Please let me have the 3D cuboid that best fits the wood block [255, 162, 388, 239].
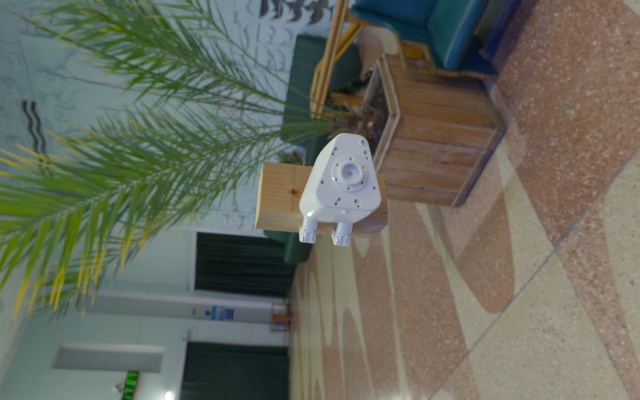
[{"bbox_3d":[0.000,0.002,0.800,0.206,0.090,0.090,6,-22,-10],"label":"wood block"}]
